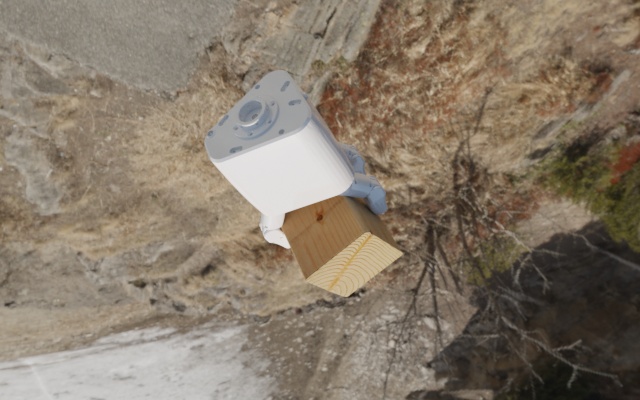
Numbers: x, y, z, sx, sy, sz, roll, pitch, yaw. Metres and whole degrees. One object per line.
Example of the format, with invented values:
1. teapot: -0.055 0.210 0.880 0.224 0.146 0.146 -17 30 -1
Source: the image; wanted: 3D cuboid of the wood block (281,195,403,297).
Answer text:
1. wood block: 0.000 0.002 0.590 0.091 0.206 0.090 -40 -39 15
